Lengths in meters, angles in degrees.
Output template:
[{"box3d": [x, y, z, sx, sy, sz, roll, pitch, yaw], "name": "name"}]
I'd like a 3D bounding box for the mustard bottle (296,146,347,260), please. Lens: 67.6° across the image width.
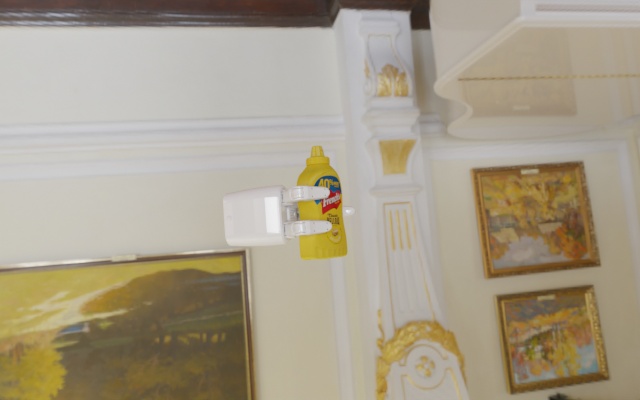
[{"box3d": [0.000, 0.003, 0.811, 0.058, 0.191, 0.096, -9, -6, 40], "name": "mustard bottle"}]
